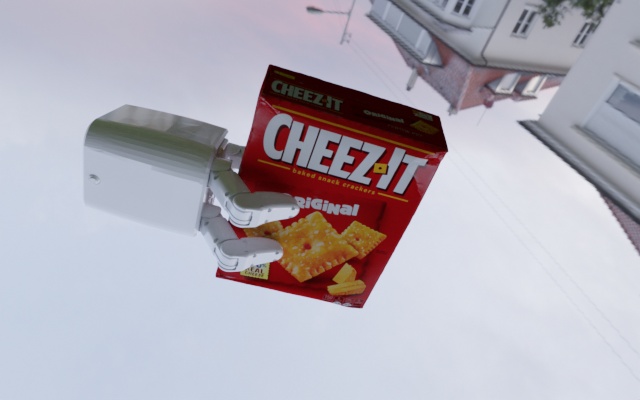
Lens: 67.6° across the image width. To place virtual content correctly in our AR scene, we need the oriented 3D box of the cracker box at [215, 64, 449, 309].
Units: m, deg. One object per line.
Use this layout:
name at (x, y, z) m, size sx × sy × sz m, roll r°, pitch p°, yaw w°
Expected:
cracker box at (0.000, 0.002, 0.461) m, size 0.164 × 0.214 × 0.072 m, roll 15°, pitch 37°, yaw -8°
